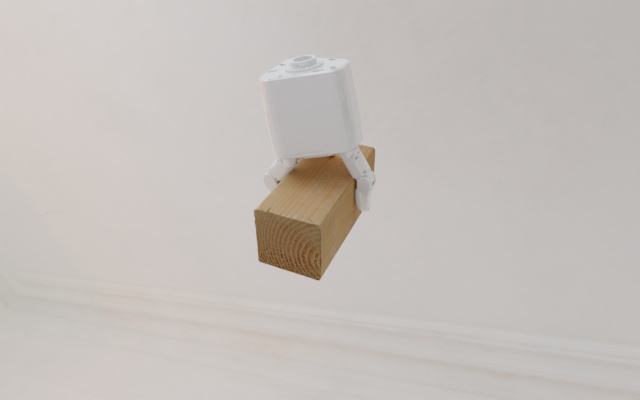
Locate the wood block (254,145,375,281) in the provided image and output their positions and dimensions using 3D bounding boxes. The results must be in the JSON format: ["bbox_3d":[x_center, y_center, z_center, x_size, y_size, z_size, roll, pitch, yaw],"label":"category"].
[{"bbox_3d":[0.000,0.002,0.662,0.091,0.090,0.206,14,37,19],"label":"wood block"}]
